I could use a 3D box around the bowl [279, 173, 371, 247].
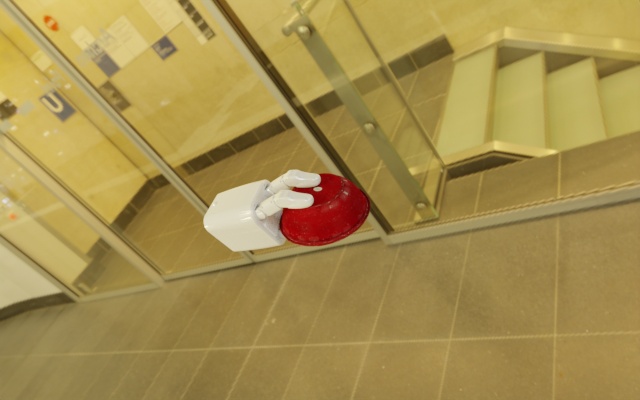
[{"bbox_3d":[0.001,0.002,0.803,0.162,0.055,0.162,-11,36,9],"label":"bowl"}]
